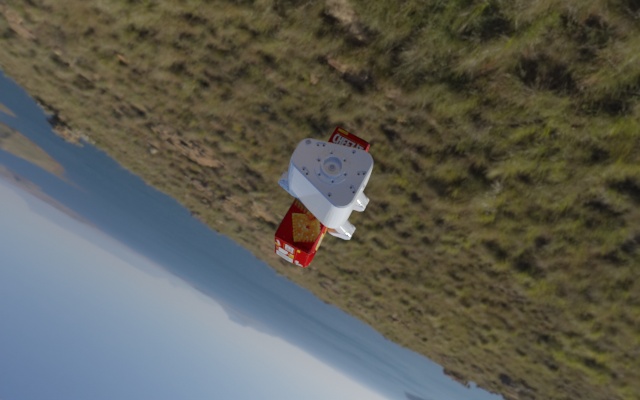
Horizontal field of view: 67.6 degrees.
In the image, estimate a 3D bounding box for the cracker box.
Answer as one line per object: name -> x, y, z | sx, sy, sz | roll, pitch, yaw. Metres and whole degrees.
cracker box -> 0.000, 0.003, 0.829 | 0.072, 0.213, 0.164 | 29, -16, 4
